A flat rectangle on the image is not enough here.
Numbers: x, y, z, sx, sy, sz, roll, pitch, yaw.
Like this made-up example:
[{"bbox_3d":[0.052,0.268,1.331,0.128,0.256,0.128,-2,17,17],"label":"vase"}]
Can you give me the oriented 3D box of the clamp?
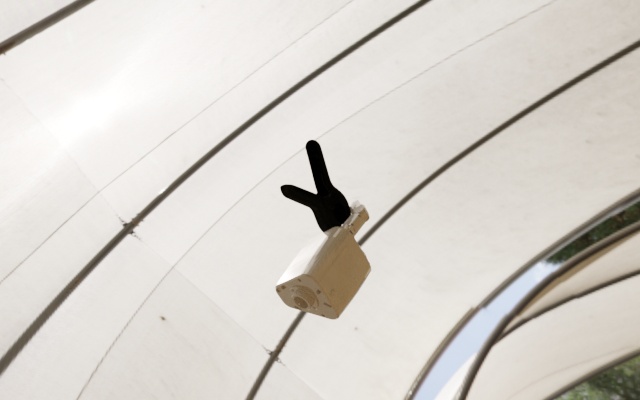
[{"bbox_3d":[0.000,0.003,0.752,0.039,0.171,0.120,-9,30,43],"label":"clamp"}]
